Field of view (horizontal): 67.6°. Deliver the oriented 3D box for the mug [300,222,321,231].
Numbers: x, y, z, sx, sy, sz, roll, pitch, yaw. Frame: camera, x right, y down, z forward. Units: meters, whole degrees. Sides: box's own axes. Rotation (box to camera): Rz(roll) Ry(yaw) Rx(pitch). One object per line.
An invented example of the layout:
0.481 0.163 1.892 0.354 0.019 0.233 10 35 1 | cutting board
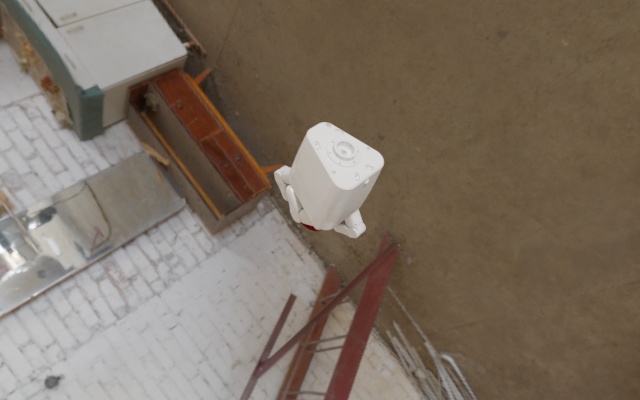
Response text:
-0.001 0.003 0.783 0.081 0.093 0.117 -36 -13 -33 | mug
